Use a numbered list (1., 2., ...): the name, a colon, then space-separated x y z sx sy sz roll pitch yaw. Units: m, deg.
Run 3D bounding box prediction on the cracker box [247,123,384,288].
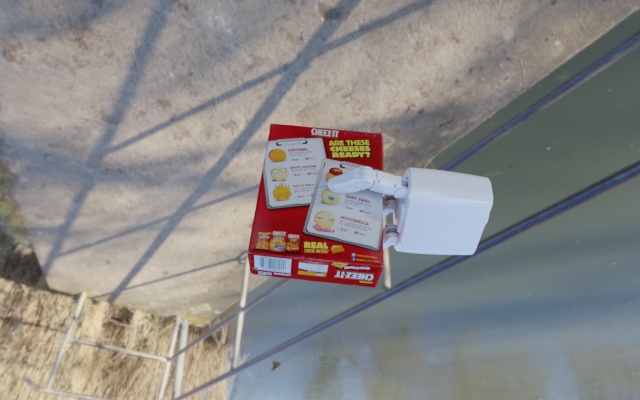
1. cracker box: 0.000 0.002 0.643 0.164 0.213 0.072 6 -36 -1
